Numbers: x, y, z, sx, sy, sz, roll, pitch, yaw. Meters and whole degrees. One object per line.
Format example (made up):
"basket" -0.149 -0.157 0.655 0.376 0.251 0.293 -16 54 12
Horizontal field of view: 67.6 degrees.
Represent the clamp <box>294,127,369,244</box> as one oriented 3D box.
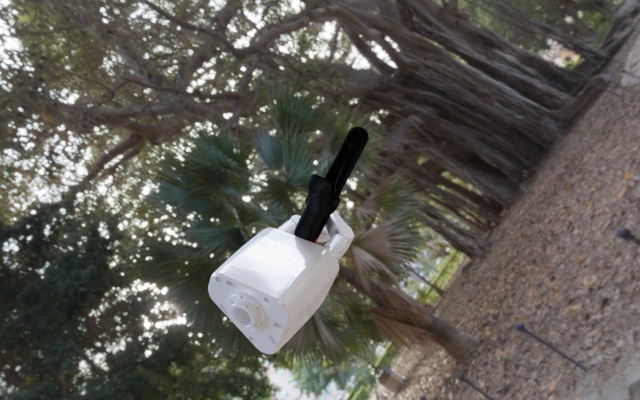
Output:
"clamp" 0.000 0.002 0.565 0.039 0.172 0.120 33 38 14
